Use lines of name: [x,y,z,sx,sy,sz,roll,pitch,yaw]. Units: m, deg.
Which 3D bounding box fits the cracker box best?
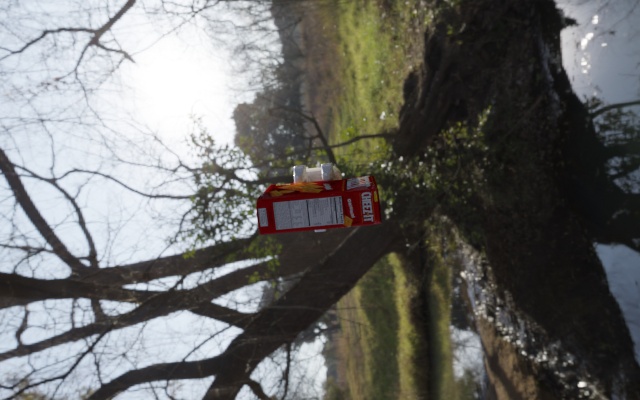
cracker box: [0.000,0.003,0.888,0.214,0.072,0.164,-6,10,5]
